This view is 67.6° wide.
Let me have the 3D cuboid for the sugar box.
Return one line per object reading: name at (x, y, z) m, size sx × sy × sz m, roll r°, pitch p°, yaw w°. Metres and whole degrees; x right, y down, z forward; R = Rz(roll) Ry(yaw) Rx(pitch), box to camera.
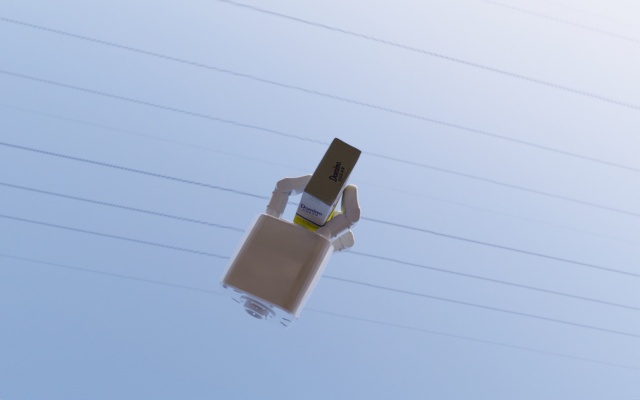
sugar box at (0.001, 0.003, 0.650) m, size 0.048 × 0.093 × 0.176 m, roll 29°, pitch -28°, yaw 1°
